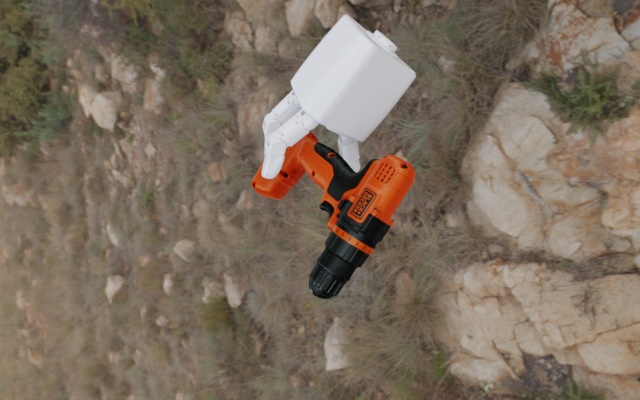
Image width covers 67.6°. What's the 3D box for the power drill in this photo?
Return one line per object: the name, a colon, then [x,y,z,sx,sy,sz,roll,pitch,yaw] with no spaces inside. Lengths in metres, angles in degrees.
power drill: [0.000,0.001,0.584,0.187,0.184,0.057,34,1,34]
